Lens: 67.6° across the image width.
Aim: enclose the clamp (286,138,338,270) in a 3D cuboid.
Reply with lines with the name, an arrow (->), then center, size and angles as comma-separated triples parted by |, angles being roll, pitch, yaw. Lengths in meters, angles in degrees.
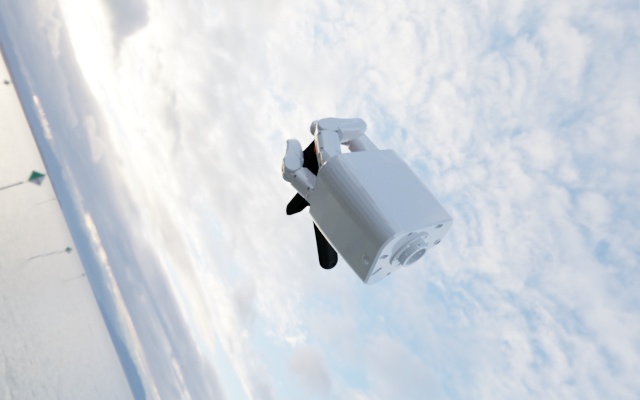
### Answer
clamp -> 0.001, 0.002, 0.583 | 0.039, 0.120, 0.172 | -21, -32, -27
